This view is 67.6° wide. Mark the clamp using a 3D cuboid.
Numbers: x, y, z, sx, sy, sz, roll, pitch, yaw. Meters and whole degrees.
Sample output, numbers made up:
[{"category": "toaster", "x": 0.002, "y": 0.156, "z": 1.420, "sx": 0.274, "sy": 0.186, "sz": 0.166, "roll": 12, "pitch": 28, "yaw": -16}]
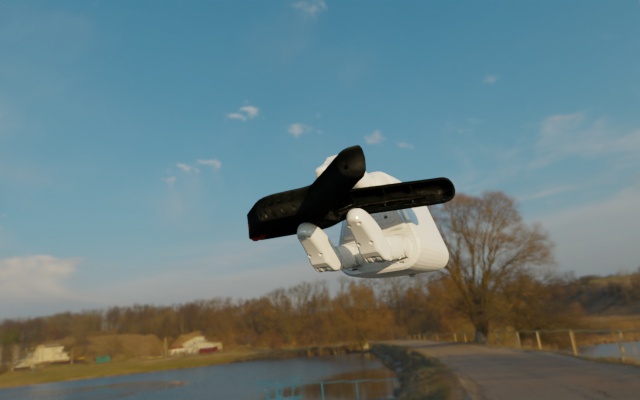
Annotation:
[{"category": "clamp", "x": 0.000, "y": 0.001, "z": 0.445, "sx": 0.210, "sy": 0.036, "sz": 0.164, "roll": -16, "pitch": -18, "yaw": 30}]
